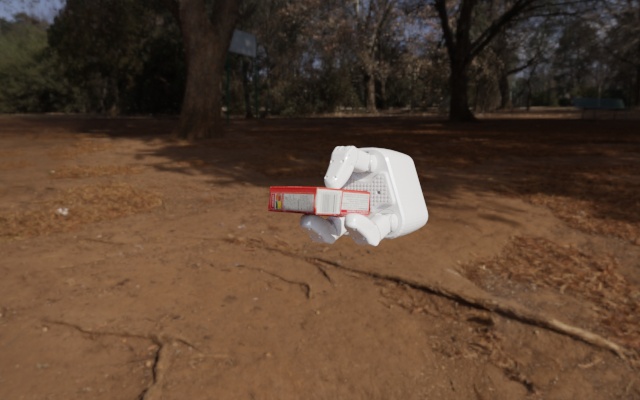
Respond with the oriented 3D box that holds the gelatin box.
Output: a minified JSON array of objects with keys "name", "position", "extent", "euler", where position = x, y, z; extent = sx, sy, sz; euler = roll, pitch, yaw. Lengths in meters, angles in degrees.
[{"name":"gelatin box","position":[0.000,0.001,0.520],"extent":[0.073,0.030,0.089],"euler":[3,0,43]}]
